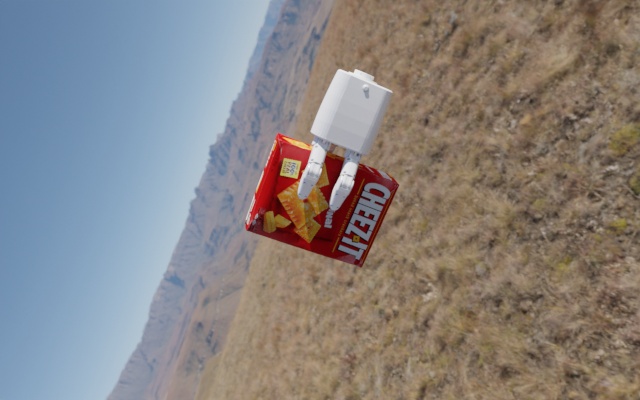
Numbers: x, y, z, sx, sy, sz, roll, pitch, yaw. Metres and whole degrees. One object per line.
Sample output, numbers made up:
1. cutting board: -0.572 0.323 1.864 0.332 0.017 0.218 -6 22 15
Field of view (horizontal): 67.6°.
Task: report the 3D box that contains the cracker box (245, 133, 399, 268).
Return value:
1. cracker box: 0.000 0.003 0.802 0.214 0.164 0.072 19 15 -12
